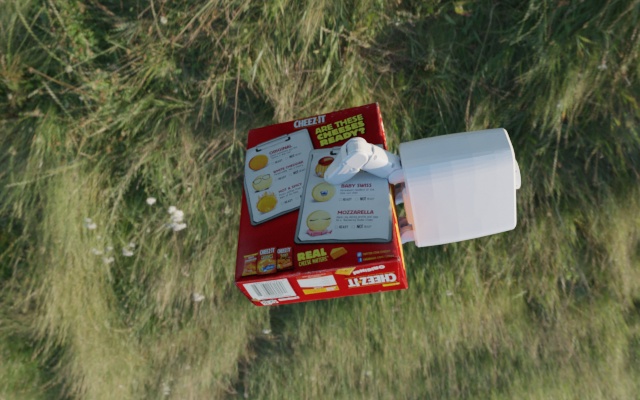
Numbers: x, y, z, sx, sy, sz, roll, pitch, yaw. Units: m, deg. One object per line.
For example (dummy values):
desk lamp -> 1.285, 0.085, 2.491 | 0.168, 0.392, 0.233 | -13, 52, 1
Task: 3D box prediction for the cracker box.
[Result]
cracker box -> 0.000, 0.002, 0.531 | 0.164, 0.213, 0.072 | -10, -38, 10
